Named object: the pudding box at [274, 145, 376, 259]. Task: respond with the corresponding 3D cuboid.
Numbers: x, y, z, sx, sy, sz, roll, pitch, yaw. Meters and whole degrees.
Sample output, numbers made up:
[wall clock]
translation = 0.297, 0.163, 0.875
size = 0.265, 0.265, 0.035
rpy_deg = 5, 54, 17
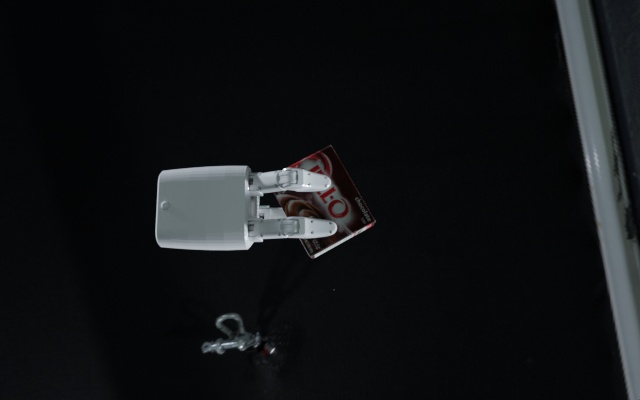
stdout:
[pudding box]
translation = 0.000, 0.002, 0.586
size = 0.090, 0.113, 0.039
rpy_deg = -29, -9, -6
